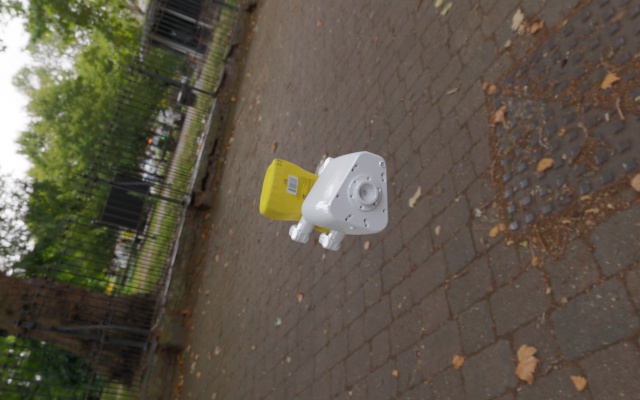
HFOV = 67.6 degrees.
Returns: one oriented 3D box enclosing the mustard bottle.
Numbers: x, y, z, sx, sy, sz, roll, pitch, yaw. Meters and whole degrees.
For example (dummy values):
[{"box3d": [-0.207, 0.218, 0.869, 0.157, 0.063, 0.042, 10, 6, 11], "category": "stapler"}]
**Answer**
[{"box3d": [0.000, 0.003, 0.791, 0.191, 0.096, 0.058, 17, -32, -18], "category": "mustard bottle"}]
